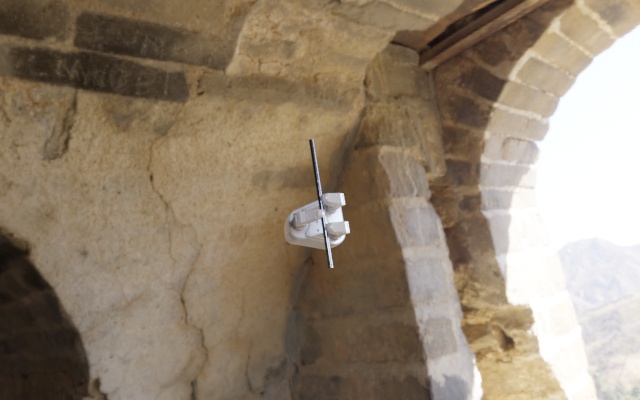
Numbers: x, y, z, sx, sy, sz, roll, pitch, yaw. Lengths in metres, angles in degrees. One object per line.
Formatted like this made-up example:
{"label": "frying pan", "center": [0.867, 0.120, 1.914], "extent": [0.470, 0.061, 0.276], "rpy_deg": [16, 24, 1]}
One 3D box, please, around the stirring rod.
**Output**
{"label": "stirring rod", "center": [0.000, 0.003, 0.868], "extent": [0.011, 0.239, 0.011], "rpy_deg": [-8, -12, -2]}
